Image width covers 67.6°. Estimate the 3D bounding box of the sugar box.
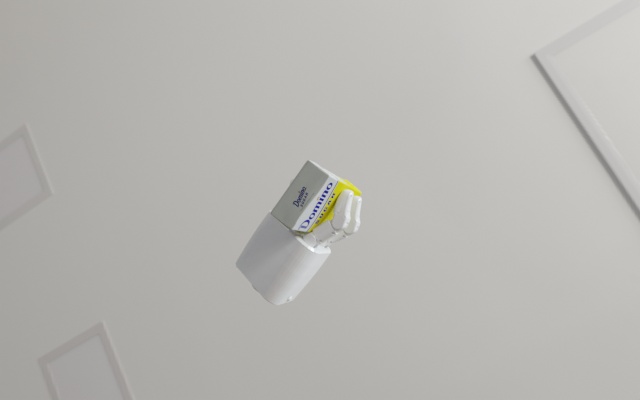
[{"bbox_3d":[0.000,0.003,0.716,0.048,0.093,0.176,38,7,17],"label":"sugar box"}]
